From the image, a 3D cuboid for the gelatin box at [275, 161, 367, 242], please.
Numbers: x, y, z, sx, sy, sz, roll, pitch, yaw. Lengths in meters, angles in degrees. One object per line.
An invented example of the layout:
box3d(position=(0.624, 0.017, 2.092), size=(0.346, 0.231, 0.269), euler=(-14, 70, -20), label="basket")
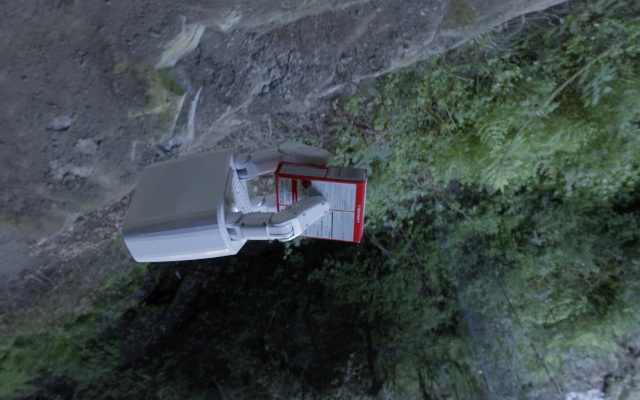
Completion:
box3d(position=(0.000, 0.002, 0.481), size=(0.089, 0.073, 0.030), euler=(6, 33, 7), label="gelatin box")
